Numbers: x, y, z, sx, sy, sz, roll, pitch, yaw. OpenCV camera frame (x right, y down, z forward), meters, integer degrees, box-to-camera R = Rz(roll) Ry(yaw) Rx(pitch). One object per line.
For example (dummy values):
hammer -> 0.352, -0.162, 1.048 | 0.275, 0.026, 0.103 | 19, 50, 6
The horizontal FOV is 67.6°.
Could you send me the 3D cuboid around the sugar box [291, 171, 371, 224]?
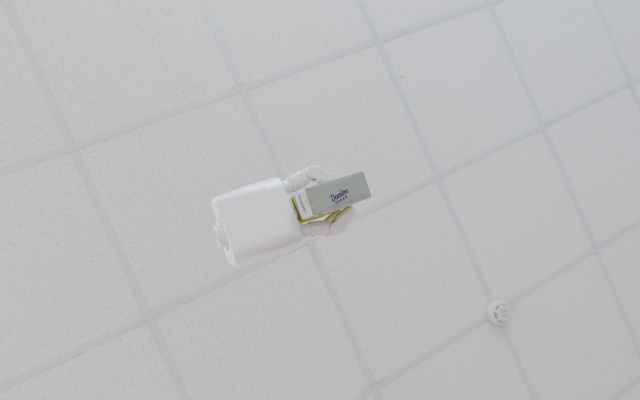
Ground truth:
sugar box -> 0.000, 0.003, 0.737 | 0.093, 0.048, 0.176 | -17, -1, -19
